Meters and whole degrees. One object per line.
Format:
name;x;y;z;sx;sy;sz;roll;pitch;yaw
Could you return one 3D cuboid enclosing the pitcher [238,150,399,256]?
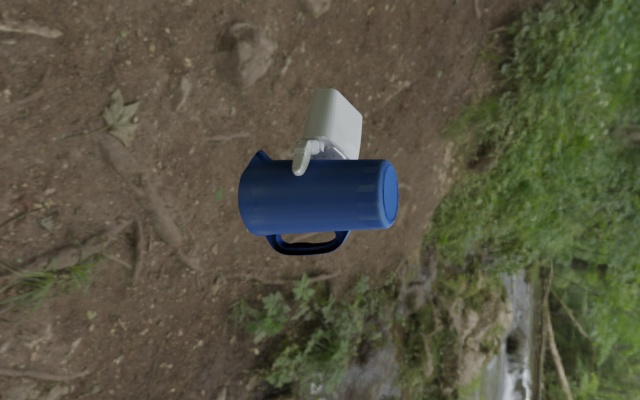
pitcher;0.000;0.002;0.786;0.243;0.145;0.149;-1;-27;23
